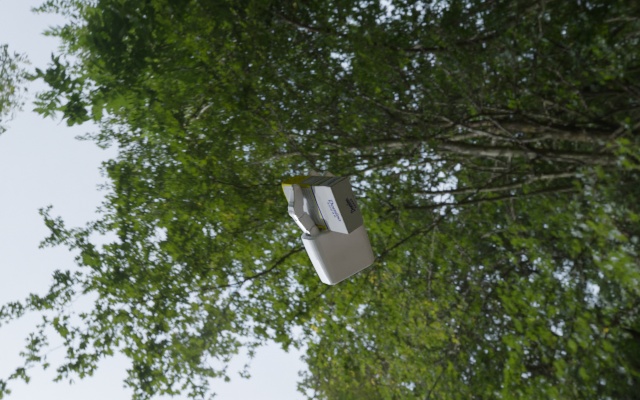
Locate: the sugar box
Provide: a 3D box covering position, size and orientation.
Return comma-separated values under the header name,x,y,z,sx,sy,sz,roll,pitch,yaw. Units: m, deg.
name,x,y,z,sx,sy,sz,roll,pitch,yaw
sugar box,0.001,0.003,0.873,0.048,0.093,0.176,-32,21,-29
